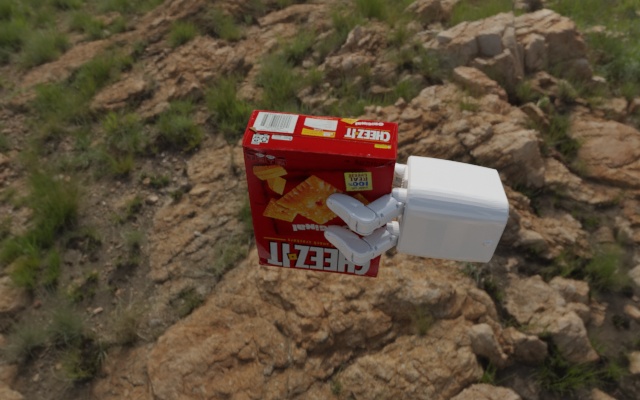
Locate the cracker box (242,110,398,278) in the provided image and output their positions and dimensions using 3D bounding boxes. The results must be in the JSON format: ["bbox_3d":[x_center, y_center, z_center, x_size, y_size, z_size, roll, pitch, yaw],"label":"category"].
[{"bbox_3d":[0.000,0.002,0.579,0.164,0.072,0.214,6,-44,5],"label":"cracker box"}]
